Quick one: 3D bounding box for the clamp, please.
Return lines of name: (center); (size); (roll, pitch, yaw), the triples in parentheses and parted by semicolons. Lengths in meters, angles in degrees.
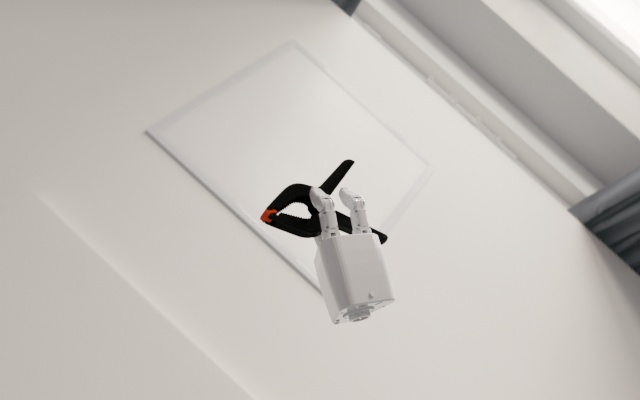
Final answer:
clamp: (-0.001, 0.003, 0.781); (0.210, 0.164, 0.036); (-1, -29, -28)
